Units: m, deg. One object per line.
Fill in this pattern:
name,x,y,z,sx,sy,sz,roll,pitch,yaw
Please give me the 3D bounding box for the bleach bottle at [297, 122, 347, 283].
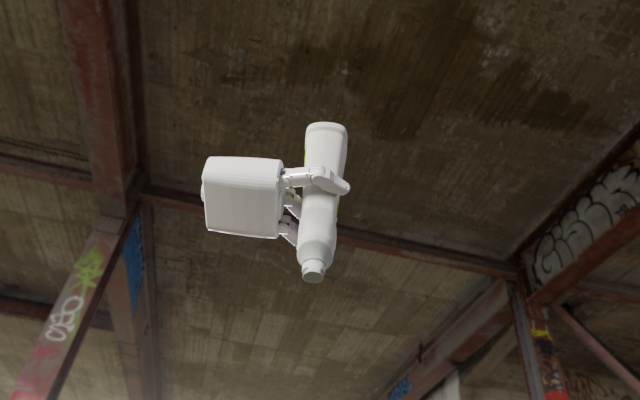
bleach bottle,0.000,0.002,0.704,0.068,0.250,0.103,3,-41,3
